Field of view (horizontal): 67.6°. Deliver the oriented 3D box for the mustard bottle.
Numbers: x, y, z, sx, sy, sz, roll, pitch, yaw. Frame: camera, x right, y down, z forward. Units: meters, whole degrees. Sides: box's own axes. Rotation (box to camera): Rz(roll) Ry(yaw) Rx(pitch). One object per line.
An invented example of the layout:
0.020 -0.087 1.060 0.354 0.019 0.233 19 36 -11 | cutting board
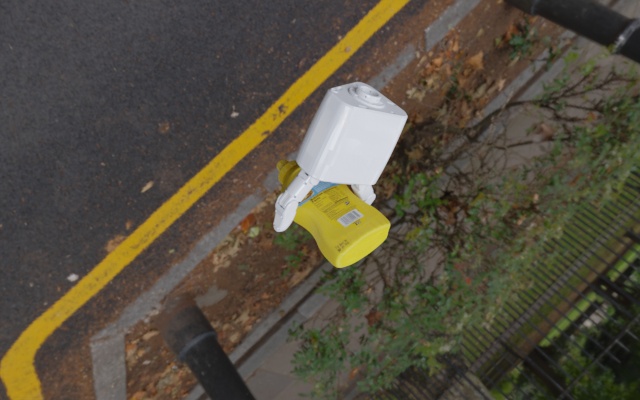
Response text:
0.000 0.003 0.670 0.096 0.058 0.191 -30 57 -26 | mustard bottle
